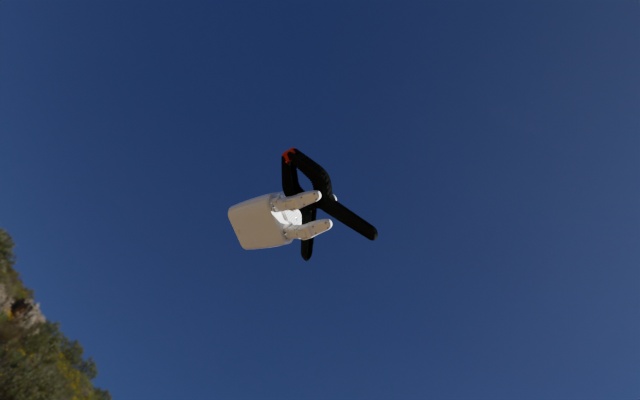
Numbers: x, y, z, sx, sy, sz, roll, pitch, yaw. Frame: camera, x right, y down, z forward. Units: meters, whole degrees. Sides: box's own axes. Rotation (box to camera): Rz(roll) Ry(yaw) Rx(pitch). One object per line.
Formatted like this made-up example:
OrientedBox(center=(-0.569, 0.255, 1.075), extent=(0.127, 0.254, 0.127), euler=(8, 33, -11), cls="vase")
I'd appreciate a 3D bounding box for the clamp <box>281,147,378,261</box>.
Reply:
OrientedBox(center=(0.000, 0.002, 0.837), extent=(0.164, 0.210, 0.036), euler=(-14, 16, 31), cls="clamp")
